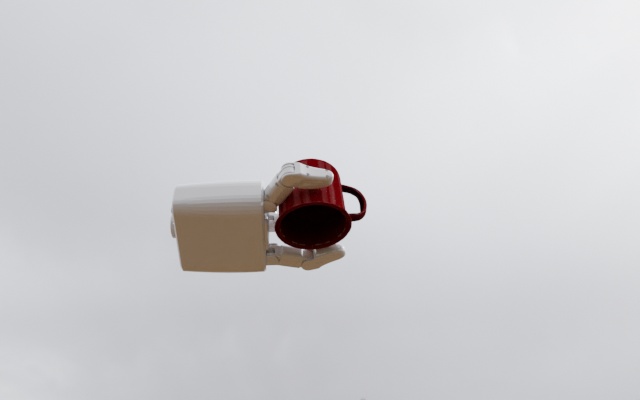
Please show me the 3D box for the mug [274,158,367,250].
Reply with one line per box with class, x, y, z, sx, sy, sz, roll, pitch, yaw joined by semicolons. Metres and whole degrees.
mug;0.002;0.002;0.599;0.117;0.081;0.093;-1;-41;-6
